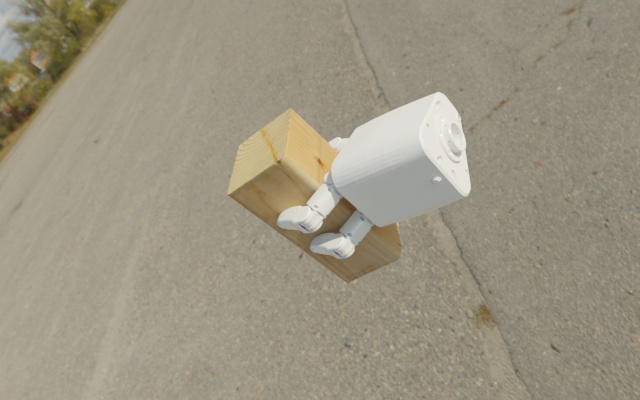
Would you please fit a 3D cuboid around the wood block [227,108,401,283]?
[{"bbox_3d":[0.000,0.001,0.578,0.090,0.090,0.206,-31,-54,29],"label":"wood block"}]
